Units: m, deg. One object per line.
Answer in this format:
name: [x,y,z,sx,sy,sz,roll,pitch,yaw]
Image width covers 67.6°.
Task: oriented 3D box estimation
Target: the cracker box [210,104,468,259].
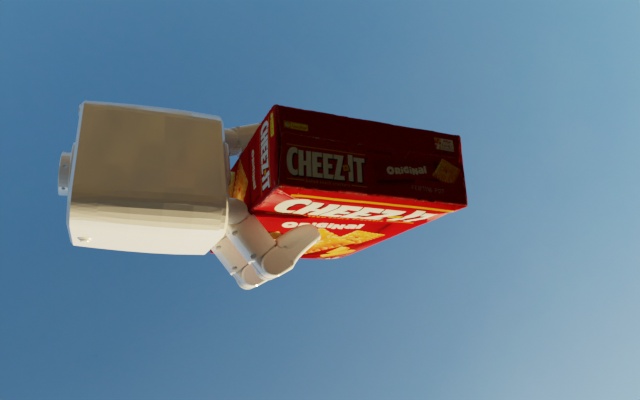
cracker box: [0.000,0.001,0.441,0.164,0.072,0.214,4,-18,-24]
